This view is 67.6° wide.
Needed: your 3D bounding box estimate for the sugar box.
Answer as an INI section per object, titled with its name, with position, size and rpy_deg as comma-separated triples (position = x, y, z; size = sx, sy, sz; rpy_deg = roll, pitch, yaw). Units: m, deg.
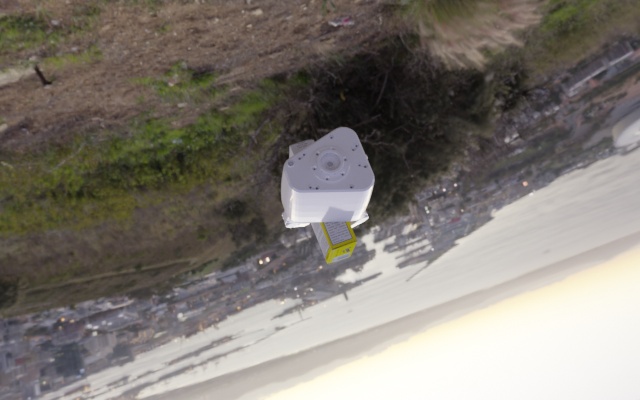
[sugar box]
position = 0.001, 0.002, 0.735
size = 0.048, 0.176, 0.093
rpy_deg = -17, -18, -10
